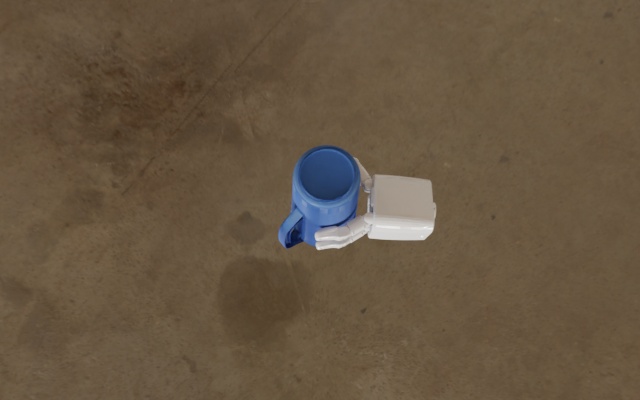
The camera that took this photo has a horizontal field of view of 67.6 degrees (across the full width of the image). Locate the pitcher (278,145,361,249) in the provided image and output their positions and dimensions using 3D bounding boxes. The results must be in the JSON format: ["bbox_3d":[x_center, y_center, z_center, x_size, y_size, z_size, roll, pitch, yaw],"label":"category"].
[{"bbox_3d":[0.000,0.003,0.859,0.145,0.149,0.243,5,-18,1],"label":"pitcher"}]
